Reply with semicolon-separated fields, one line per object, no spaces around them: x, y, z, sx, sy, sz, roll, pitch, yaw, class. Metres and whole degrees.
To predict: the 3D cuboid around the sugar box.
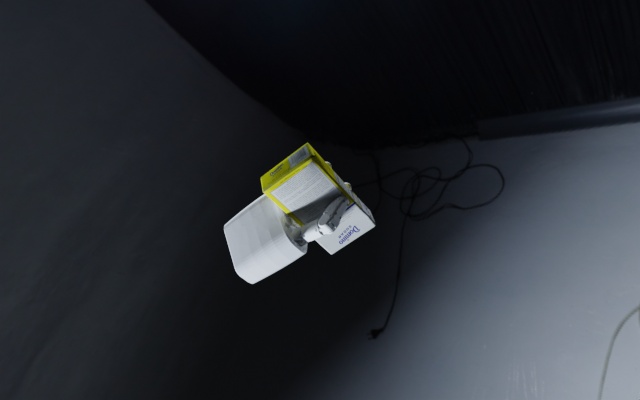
0.000;0.002;0.738;0.093;0.048;0.176;-34;-51;13;sugar box
